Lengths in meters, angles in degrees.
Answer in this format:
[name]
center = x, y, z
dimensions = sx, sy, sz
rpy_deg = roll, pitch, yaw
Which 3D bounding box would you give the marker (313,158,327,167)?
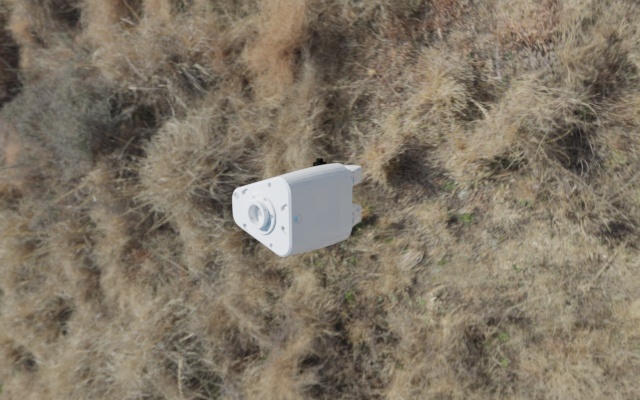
[marker]
center = 0.000, 0.002, 0.658
dimensions = 0.020, 0.121, 0.020
rpy_deg = -1, 12, 0
